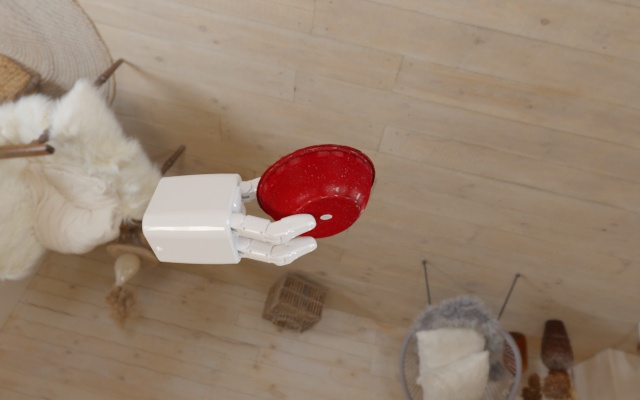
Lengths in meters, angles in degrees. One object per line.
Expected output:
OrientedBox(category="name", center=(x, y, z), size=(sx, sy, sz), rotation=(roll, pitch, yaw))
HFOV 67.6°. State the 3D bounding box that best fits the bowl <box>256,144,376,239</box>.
OrientedBox(category="bowl", center=(0.001, 0.002, 0.618), size=(0.162, 0.055, 0.162), rotation=(-10, -36, -7))
